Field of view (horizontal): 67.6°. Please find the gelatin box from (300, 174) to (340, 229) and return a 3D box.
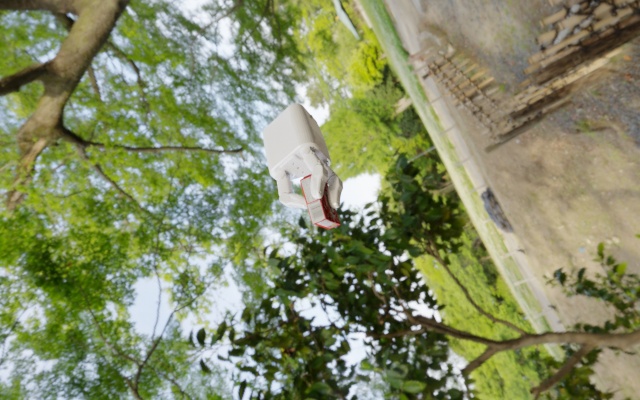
[{"bbox_3d":[0.000,0.003,0.863,0.030,0.089,0.073,-22,-18,17],"label":"gelatin box"}]
